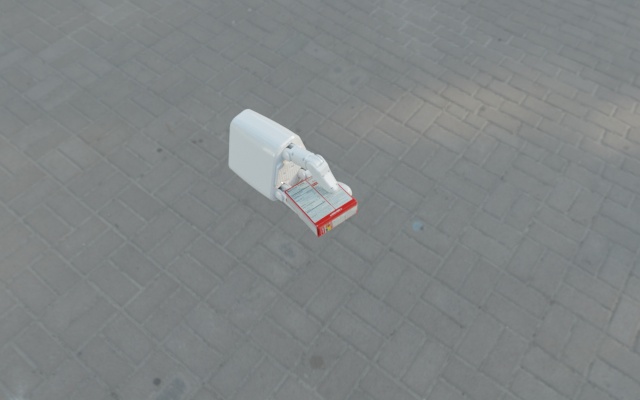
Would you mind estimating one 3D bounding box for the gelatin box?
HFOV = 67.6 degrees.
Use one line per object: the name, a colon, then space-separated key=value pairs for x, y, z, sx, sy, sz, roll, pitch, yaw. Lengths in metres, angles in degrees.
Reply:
gelatin box: x=0.000 y=0.002 z=0.712 sx=0.073 sy=0.030 sz=0.089 roll=-32 pitch=53 yaw=-19
